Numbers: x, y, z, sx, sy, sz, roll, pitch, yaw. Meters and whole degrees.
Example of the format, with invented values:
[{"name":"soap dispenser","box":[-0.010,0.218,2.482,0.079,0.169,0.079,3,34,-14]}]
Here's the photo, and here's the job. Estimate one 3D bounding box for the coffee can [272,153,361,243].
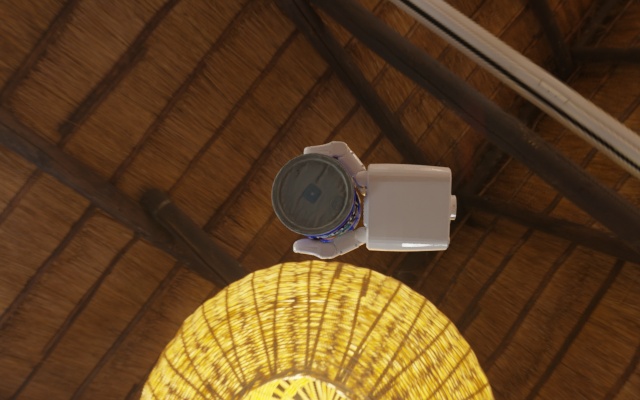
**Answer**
[{"name":"coffee can","box":[0.000,0.002,0.651,0.103,0.103,0.140,0,-9,9]}]
